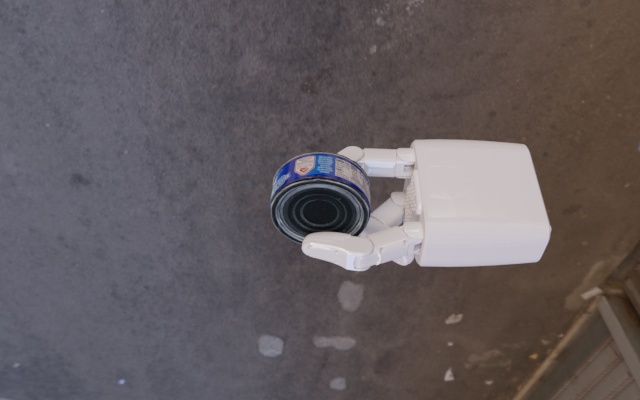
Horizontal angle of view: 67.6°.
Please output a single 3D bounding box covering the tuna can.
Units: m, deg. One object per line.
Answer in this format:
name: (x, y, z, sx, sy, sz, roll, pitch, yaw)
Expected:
tuna can: (0.000, 0.002, 0.406, 0.086, 0.033, 0.086, 2, -45, 2)
